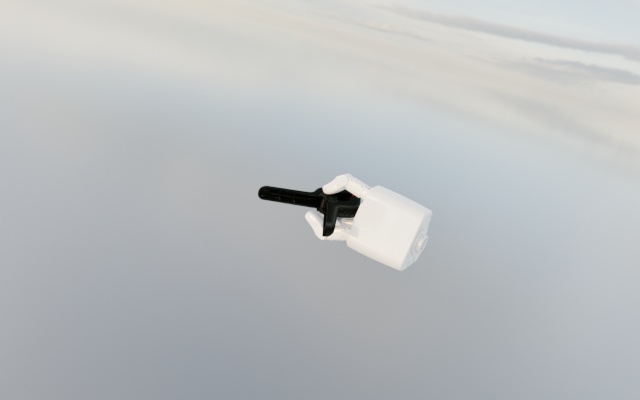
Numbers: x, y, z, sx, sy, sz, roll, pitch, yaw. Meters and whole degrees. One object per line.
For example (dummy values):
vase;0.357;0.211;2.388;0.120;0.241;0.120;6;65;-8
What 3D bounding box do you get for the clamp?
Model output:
clamp;0.001;0.002;0.866;0.164;0.036;0.210;27;22;25
